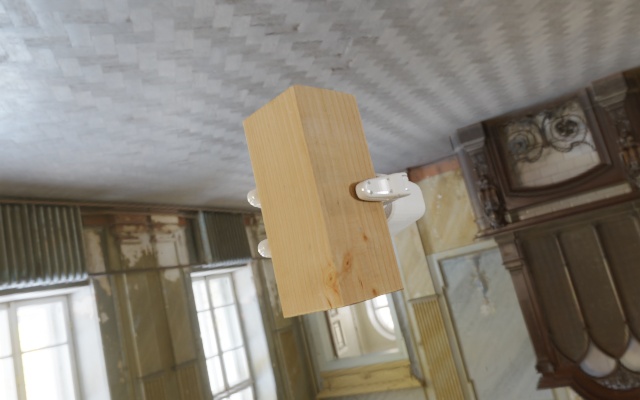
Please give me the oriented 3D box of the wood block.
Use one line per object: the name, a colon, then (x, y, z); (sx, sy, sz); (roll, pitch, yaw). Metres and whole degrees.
wood block: (0.001, 0.002, 0.481); (0.090, 0.206, 0.091); (-3, -14, -45)
